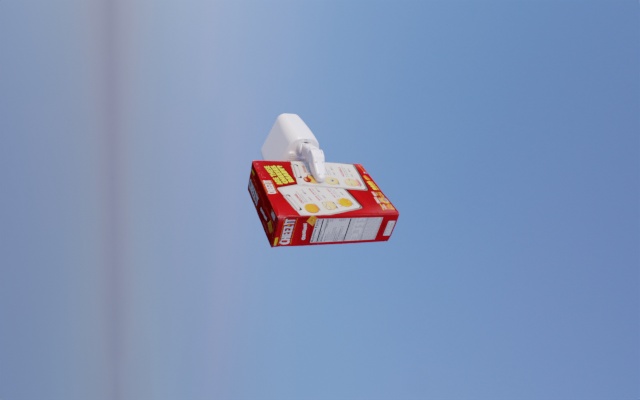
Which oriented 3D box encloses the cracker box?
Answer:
[{"bbox_3d":[0.000,0.003,0.814,0.214,0.072,0.164,-1,35,-24],"label":"cracker box"}]
